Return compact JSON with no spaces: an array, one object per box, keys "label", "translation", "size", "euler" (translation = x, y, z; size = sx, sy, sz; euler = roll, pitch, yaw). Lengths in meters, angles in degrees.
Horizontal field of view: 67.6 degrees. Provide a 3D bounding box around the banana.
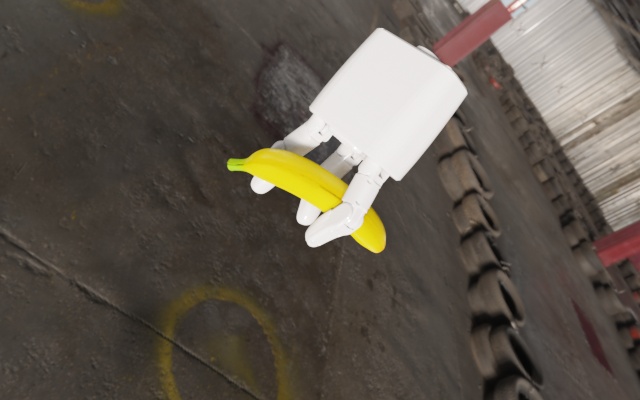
[{"label":"banana","translation":[0.006,-0.001,0.481],"size":[0.198,0.037,0.069],"euler":[32,-18,-21]}]
